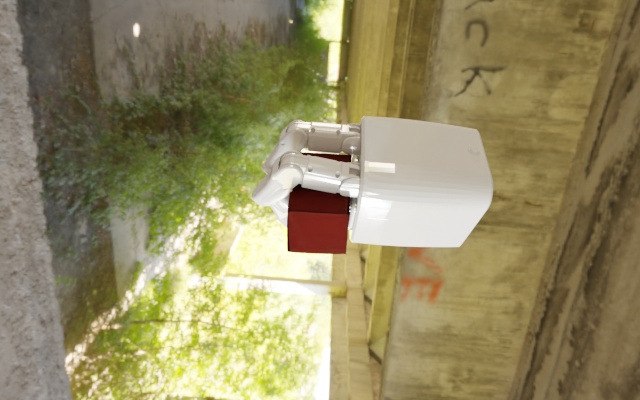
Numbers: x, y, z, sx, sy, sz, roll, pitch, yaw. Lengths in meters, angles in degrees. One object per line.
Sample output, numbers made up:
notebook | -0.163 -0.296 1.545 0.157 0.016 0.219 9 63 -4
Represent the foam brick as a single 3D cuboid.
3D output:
foam brick | 0.000 0.002 0.418 0.051 0.078 0.053 5 -45 1
